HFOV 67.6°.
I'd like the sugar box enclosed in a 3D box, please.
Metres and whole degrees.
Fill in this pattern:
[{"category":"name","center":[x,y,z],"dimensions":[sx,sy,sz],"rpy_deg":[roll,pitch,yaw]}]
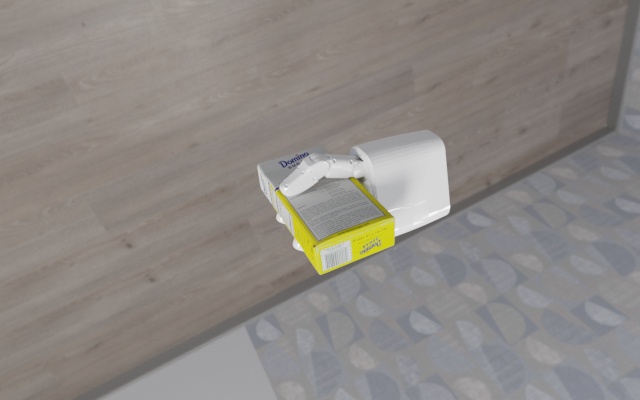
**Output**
[{"category":"sugar box","center":[0.000,0.002,0.551],"dimensions":[0.093,0.048,0.176],"rpy_deg":[-19,37,-17]}]
